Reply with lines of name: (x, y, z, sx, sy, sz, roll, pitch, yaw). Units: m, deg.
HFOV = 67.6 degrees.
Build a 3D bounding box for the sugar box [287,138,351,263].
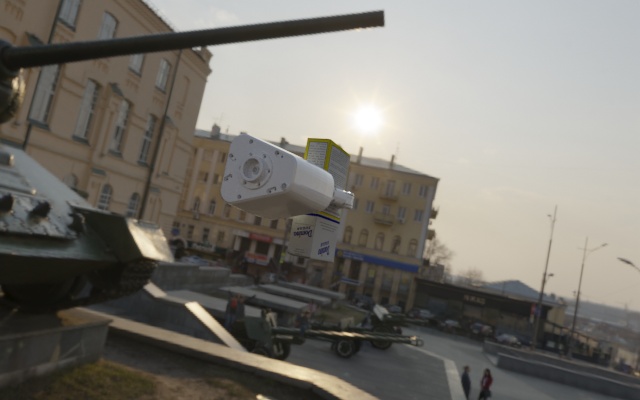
sugar box: (0.000, 0.002, 0.728, 0.048, 0.176, 0.093, 9, -7, 25)
